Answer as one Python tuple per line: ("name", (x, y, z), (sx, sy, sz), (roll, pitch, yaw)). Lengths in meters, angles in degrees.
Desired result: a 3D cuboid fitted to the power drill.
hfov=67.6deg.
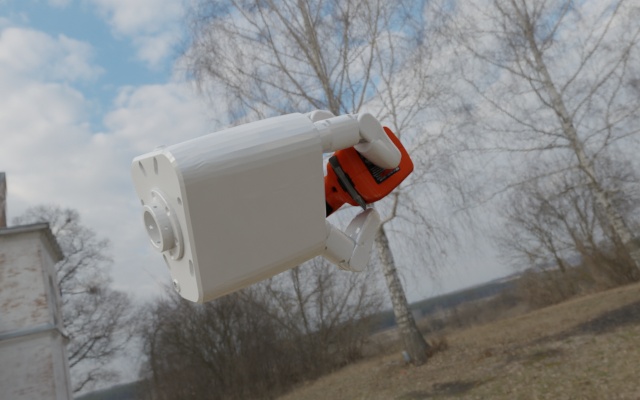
("power drill", (0.000, 0.001, 0.481), (0.188, 0.057, 0.184), (-36, 0, 35))
